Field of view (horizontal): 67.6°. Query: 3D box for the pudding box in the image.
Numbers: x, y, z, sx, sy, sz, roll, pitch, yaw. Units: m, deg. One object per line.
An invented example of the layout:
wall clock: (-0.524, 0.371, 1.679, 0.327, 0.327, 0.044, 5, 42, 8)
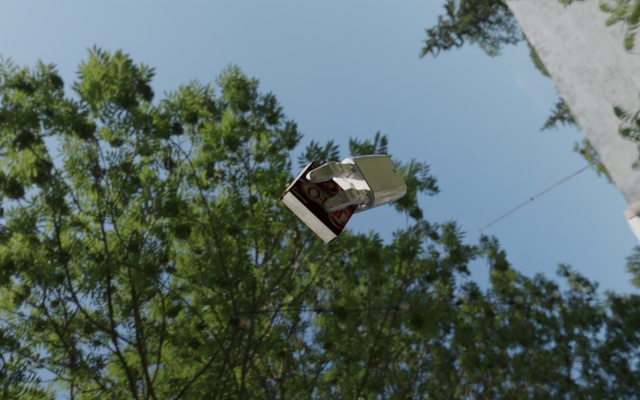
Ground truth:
pudding box: (0.000, 0.003, 0.794, 0.039, 0.113, 0.090, -44, 7, 45)
